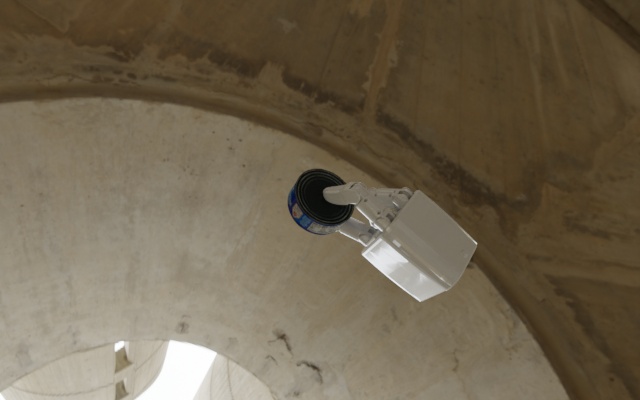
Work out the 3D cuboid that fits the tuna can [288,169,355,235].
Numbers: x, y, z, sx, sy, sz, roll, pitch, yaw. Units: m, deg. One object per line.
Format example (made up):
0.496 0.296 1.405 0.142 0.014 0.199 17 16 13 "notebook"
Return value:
0.000 0.002 0.637 0.086 0.086 0.034 0 -30 -28 "tuna can"
